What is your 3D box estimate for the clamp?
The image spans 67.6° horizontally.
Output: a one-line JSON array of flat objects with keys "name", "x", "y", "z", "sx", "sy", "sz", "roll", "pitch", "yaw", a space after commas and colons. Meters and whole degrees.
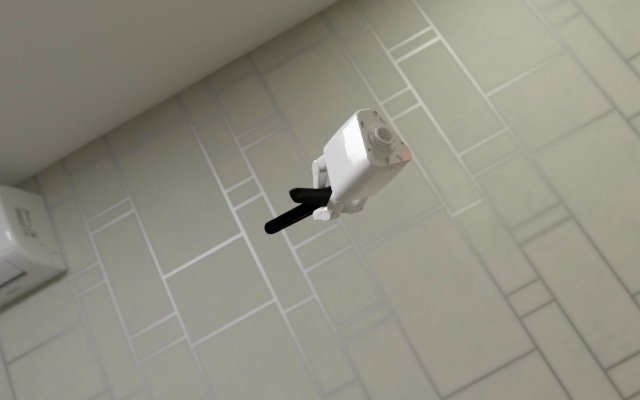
[{"name": "clamp", "x": 0.000, "y": 0.002, "z": 0.875, "sx": 0.210, "sy": 0.036, "sz": 0.165, "roll": -16, "pitch": -16, "yaw": -36}]
